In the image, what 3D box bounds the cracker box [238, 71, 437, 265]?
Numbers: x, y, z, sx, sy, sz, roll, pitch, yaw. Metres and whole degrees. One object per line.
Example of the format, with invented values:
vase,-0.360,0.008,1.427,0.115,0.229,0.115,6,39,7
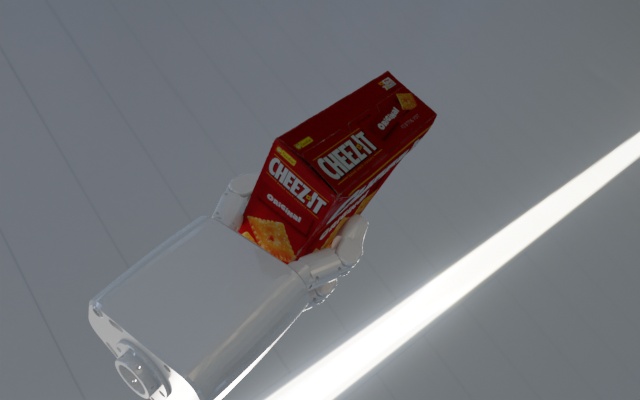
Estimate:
cracker box,0.000,0.001,0.455,0.164,0.072,0.214,-40,-12,-41
